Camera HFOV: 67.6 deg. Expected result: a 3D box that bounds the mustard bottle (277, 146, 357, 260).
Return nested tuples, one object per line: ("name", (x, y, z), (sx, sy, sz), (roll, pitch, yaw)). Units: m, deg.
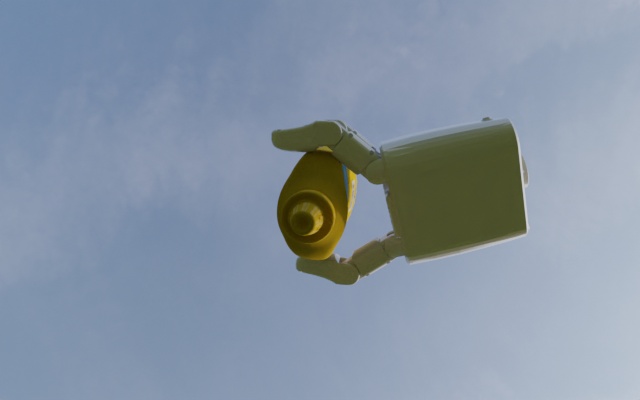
("mustard bottle", (0.000, 0.001, 0.432), (0.058, 0.096, 0.191), (9, 10, 5))
